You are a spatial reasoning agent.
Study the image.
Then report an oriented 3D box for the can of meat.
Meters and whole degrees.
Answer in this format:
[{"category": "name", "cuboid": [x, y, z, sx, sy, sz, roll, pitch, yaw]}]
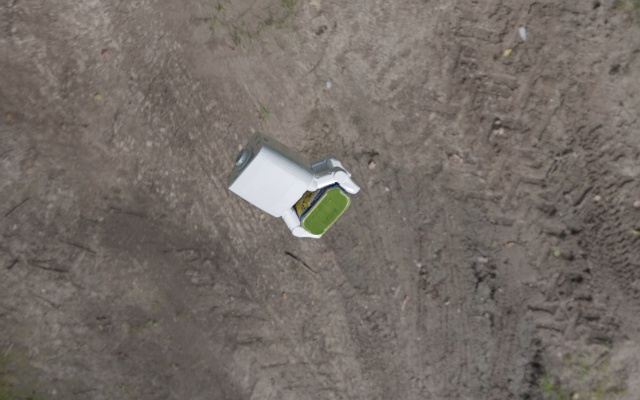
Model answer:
[{"category": "can of meat", "cuboid": [0.000, 0.003, 0.854, 0.057, 0.102, 0.084, 35, 13, -26]}]
